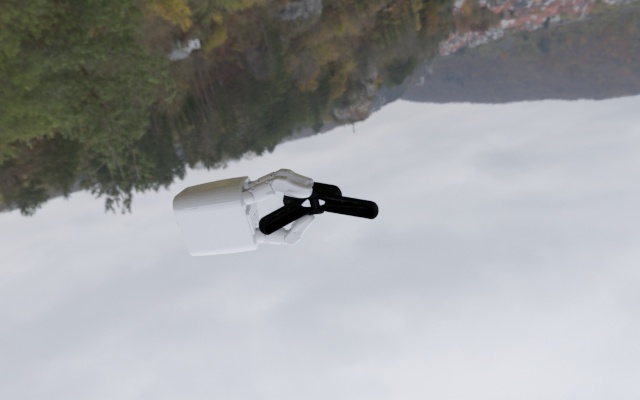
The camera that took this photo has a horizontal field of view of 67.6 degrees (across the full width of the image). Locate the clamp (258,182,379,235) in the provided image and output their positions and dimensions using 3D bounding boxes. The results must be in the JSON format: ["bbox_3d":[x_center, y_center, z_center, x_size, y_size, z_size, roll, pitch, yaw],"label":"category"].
[{"bbox_3d":[0.000,0.003,0.731,0.164,0.036,0.210,-6,14,3],"label":"clamp"}]
